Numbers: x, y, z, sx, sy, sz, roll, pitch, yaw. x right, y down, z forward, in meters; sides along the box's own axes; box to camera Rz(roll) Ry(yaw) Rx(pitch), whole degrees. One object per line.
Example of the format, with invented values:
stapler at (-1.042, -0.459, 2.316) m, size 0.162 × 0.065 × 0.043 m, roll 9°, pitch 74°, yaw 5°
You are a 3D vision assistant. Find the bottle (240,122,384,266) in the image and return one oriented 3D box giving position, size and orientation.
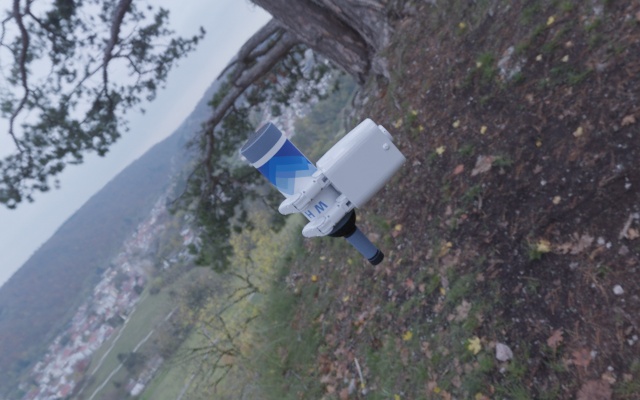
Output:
bottle at (0.000, 0.002, 0.768) m, size 0.296 × 0.069 × 0.069 m, roll 45°, pitch -18°, yaw -19°
